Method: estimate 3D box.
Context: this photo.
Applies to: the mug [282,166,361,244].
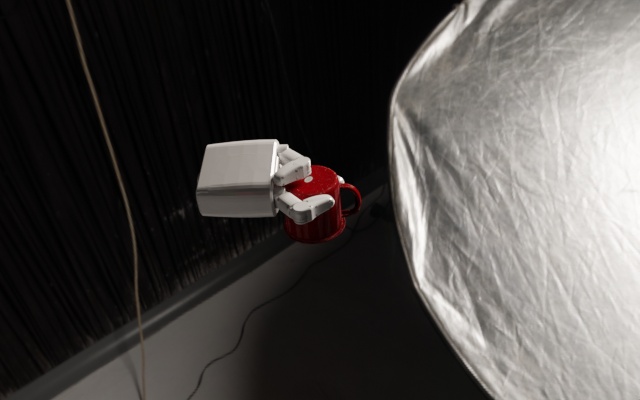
[{"bbox_3d":[0.002,0.002,0.692,0.117,0.082,0.093,-3,36,3],"label":"mug"}]
